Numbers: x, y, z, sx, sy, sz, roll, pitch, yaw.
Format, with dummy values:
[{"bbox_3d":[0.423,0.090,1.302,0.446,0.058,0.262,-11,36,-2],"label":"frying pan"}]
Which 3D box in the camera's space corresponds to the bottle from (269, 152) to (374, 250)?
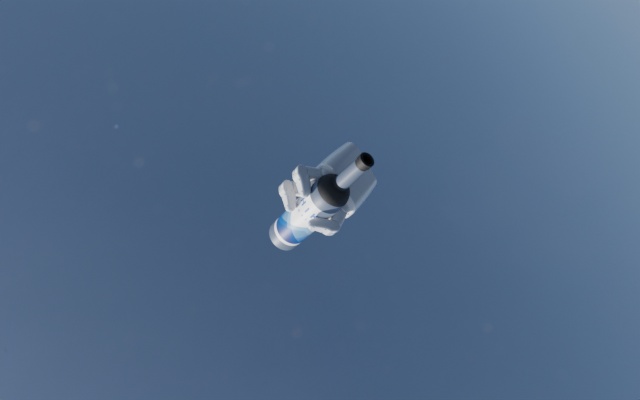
[{"bbox_3d":[0.000,0.003,0.866,0.069,0.069,0.296,0,-28,-35],"label":"bottle"}]
